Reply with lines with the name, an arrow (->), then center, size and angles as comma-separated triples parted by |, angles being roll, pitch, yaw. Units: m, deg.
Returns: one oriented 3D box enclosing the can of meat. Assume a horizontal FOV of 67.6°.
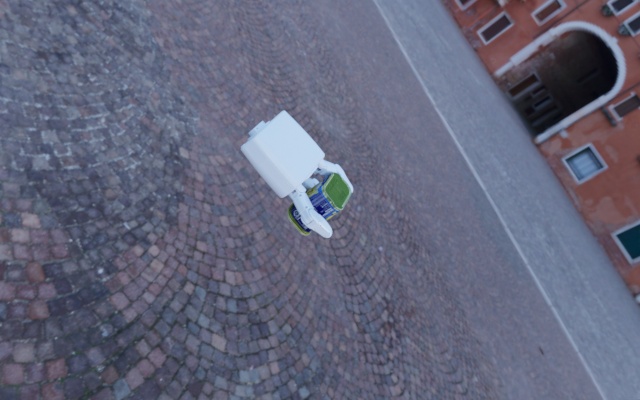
can of meat -> 0.000, 0.003, 0.828 | 0.084, 0.057, 0.102 | -35, 10, 27
